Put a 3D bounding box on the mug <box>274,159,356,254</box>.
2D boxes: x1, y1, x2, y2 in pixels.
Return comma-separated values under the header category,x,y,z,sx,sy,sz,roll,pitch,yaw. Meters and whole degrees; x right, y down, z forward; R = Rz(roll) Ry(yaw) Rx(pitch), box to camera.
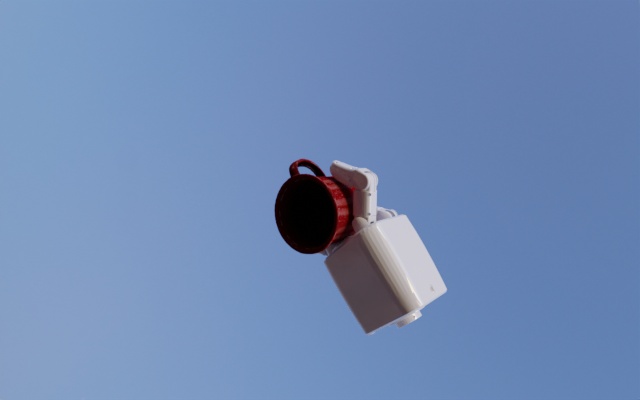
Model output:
category,x,y,z,sx,sy,sz,roll,pitch,yaw
mug,0.000,0.001,0.580,0.093,0.117,0.081,-37,-16,34
